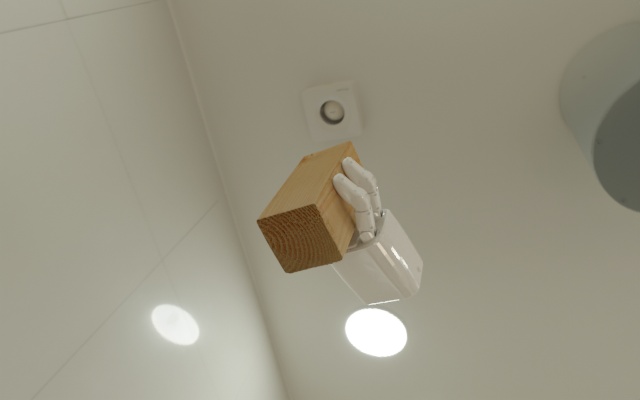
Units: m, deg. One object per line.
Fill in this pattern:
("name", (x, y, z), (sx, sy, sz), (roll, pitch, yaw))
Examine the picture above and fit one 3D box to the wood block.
("wood block", (0.000, 0.003, 0.693), (0.091, 0.090, 0.206), (-17, 22, 25))
